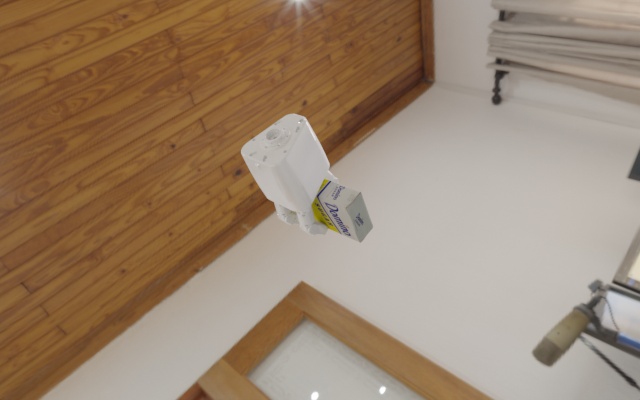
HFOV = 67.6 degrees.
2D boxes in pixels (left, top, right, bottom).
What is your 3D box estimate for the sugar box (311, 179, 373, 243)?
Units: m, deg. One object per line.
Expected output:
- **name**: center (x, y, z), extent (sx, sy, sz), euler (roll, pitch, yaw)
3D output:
- **sugar box**: center (0.000, 0.003, 0.817), extent (0.176, 0.048, 0.093), euler (24, -28, 38)
